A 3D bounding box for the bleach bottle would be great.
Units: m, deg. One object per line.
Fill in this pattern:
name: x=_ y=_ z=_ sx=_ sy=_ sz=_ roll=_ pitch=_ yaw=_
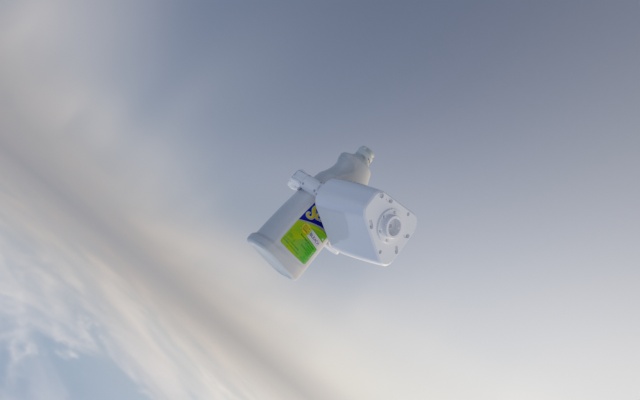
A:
bleach bottle: x=0.000 y=0.003 z=0.772 sx=0.068 sy=0.250 sz=0.103 roll=14 pitch=-31 yaw=52
